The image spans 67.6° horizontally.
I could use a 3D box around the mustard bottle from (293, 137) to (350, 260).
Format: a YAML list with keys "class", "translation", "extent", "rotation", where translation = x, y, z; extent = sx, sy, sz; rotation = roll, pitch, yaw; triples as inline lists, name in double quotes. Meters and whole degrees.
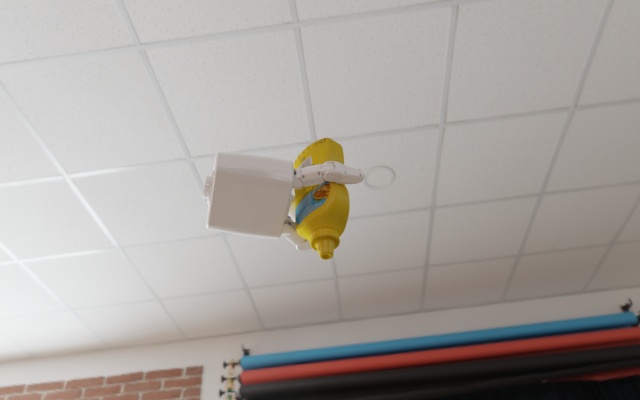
- class: "mustard bottle"
  translation: [0.000, 0.002, 0.695]
  extent: [0.058, 0.191, 0.096]
  rotation: [27, -51, -32]
